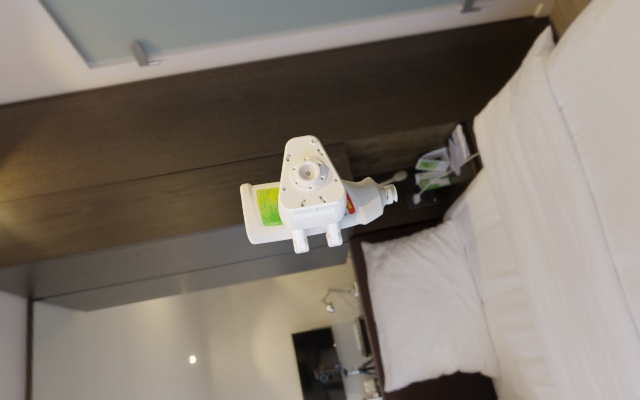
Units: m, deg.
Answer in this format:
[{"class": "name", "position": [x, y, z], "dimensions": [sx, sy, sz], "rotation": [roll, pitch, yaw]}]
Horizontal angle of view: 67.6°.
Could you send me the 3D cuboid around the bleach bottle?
[{"class": "bleach bottle", "position": [0.000, 0.003, 0.796], "dimensions": [0.251, 0.102, 0.068], "rotation": [-11, -17, -3]}]
